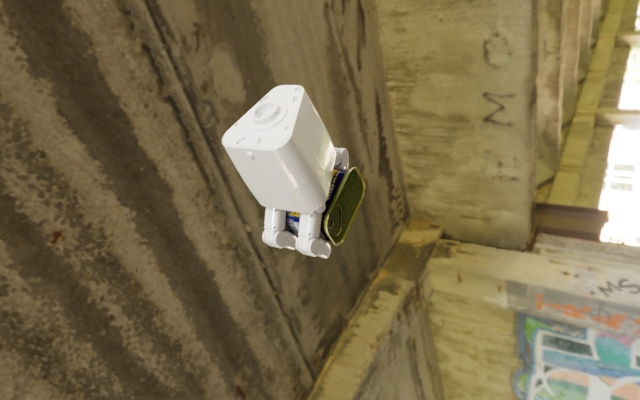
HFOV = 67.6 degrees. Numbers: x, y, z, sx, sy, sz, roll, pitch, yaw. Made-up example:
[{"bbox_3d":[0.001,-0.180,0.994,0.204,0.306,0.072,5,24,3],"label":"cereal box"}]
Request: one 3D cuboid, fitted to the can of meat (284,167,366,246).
[{"bbox_3d":[0.000,0.002,0.631,0.084,0.102,0.057,9,-31,32],"label":"can of meat"}]
